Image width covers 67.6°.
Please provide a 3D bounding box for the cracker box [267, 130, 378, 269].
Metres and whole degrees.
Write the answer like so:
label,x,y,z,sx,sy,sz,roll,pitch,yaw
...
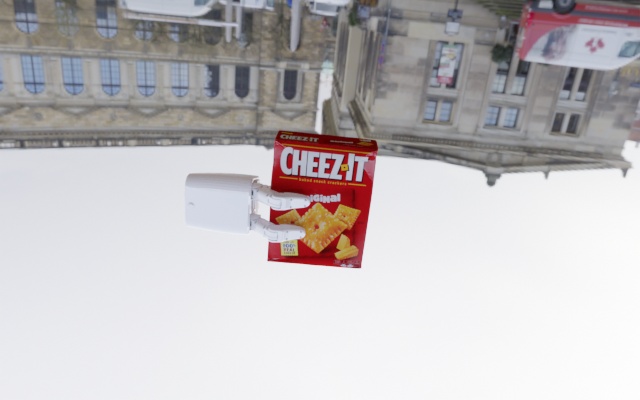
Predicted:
label,x,y,z,sx,sy,sz,roll,pitch,yaw
cracker box,0.000,0.003,0.791,0.164,0.214,0.072,6,21,-1
